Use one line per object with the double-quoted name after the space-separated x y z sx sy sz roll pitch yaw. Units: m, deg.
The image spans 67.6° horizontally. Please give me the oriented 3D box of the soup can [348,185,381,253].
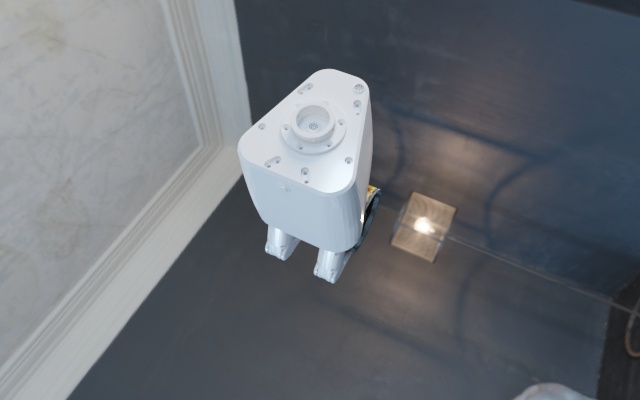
0.000 0.002 0.478 0.102 0.068 0.068 23 6 15 "soup can"
